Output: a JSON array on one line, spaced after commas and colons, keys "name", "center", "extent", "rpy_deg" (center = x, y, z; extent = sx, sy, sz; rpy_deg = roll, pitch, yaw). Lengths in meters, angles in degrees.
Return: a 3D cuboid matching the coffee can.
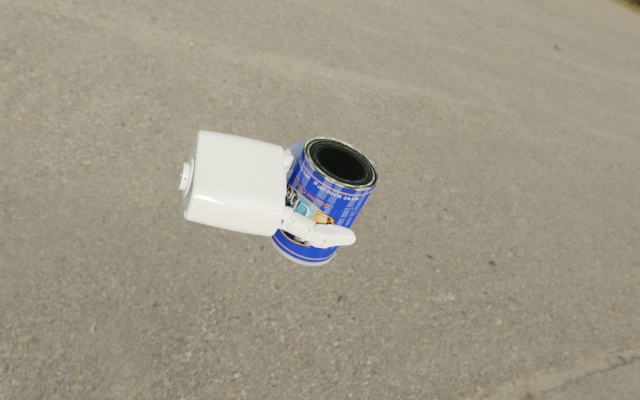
[{"name": "coffee can", "center": [0.000, 0.002, 0.627], "extent": [0.103, 0.140, 0.102], "rpy_deg": [18, 36, -14]}]
